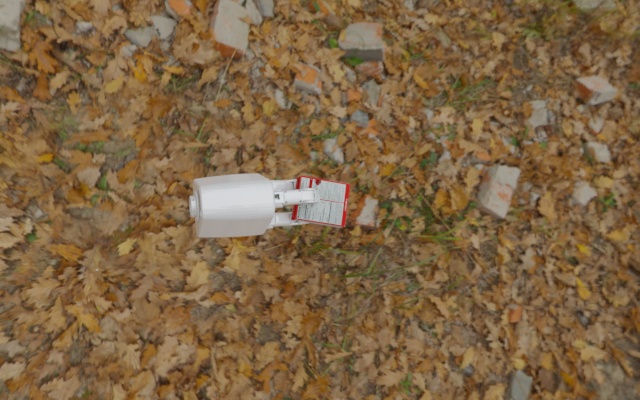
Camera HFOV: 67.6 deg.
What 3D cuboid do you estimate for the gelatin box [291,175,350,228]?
[{"bbox_3d":[0.001,0.003,0.788,0.089,0.073,0.030,9,-9,-13],"label":"gelatin box"}]
